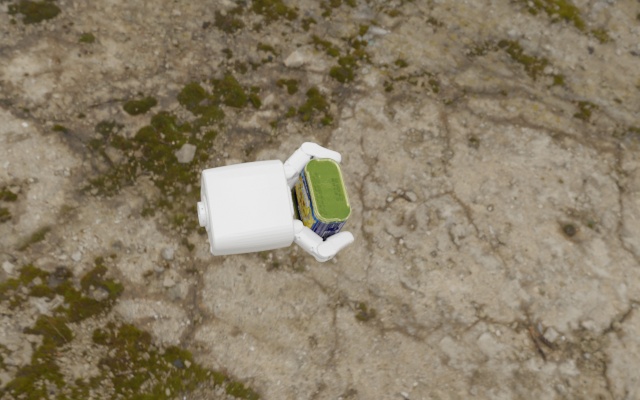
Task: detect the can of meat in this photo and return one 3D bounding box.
[{"bbox_3d":[0.000,0.002,0.667,0.057,0.102,0.084,-6,-24,-18],"label":"can of meat"}]
